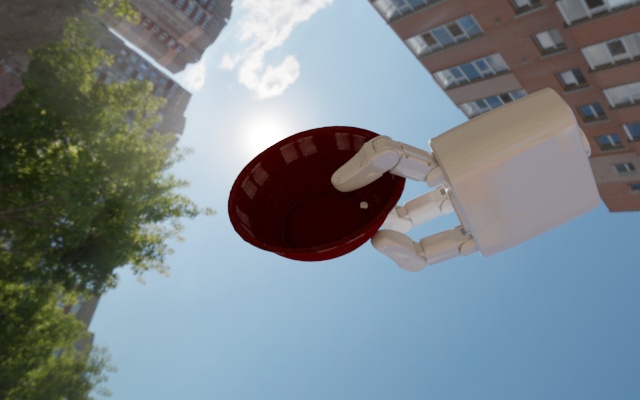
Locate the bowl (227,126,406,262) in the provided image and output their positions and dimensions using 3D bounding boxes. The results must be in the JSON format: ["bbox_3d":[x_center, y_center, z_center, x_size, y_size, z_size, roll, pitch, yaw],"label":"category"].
[{"bbox_3d":[-0.001,0.002,0.438,0.162,0.162,0.055,0,-44,19],"label":"bowl"}]
